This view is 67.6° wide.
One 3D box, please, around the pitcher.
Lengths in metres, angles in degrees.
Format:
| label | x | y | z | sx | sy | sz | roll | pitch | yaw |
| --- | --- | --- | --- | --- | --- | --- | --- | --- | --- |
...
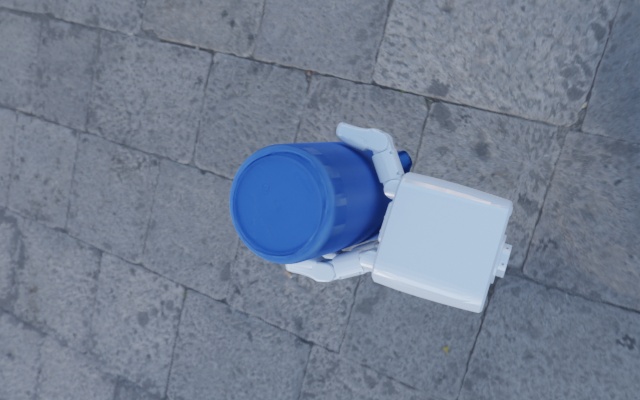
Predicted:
| label | x | y | z | sx | sy | sz | roll | pitch | yaw |
| --- | --- | --- | --- | --- | --- | --- | --- | --- | --- |
| pitcher | 0.000 | 0.002 | 0.529 | 0.145 | 0.149 | 0.243 | 16 | 10 | 21 |
